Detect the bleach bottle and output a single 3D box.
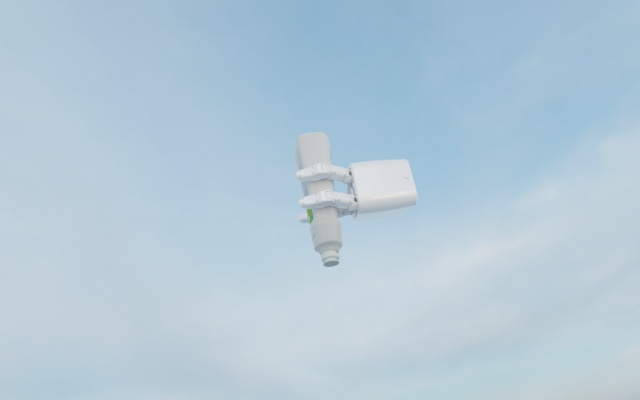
[{"bbox_3d":[0.000,0.003,0.870,0.068,0.250,0.103,-6,-29,-5],"label":"bleach bottle"}]
